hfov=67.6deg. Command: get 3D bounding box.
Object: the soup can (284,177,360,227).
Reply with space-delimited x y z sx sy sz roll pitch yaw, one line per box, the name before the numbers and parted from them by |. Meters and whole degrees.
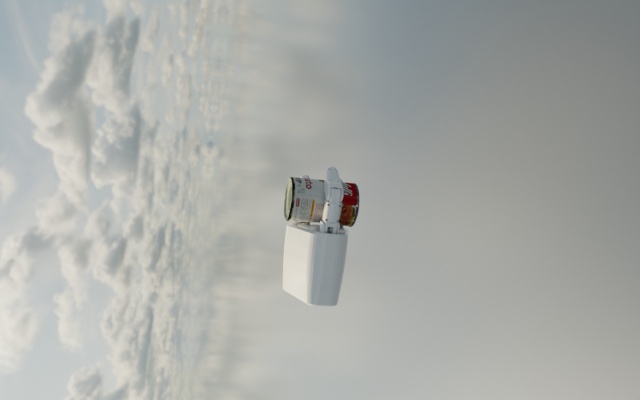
soup can | 0.000 0.002 0.721 0.102 0.068 0.068 6 -1 -14
